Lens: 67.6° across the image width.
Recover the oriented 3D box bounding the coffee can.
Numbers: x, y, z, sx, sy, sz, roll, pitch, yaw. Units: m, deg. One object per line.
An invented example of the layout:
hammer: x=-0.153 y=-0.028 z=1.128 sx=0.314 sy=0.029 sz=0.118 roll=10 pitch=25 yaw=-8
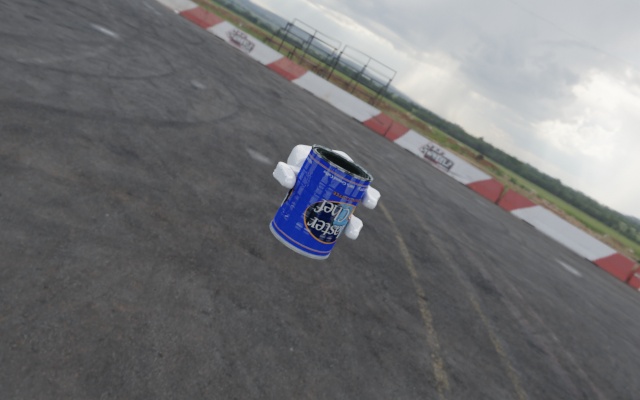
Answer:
coffee can: x=0.000 y=0.003 z=0.715 sx=0.103 sy=0.140 sz=0.102 roll=27 pitch=15 yaw=-8
